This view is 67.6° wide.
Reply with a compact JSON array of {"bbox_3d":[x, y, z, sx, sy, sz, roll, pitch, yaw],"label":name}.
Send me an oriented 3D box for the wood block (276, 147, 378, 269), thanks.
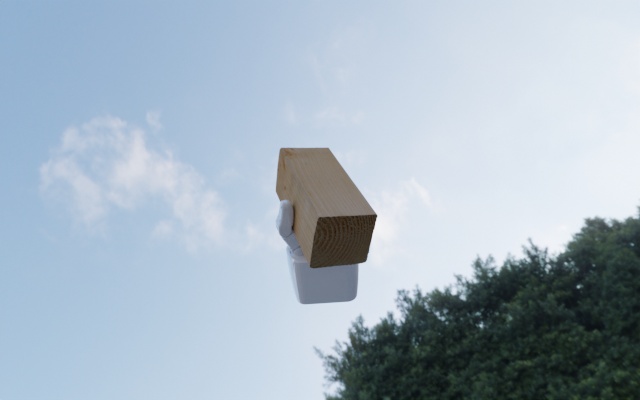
[{"bbox_3d":[0.000,0.003,0.743,0.091,0.090,0.206,-3,33,-20],"label":"wood block"}]
